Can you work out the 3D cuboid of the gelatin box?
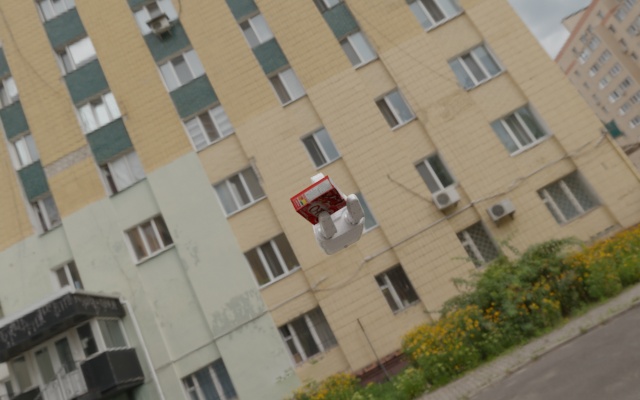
[{"bbox_3d":[0.000,0.002,0.789,0.073,0.030,0.089,-31,-26,6],"label":"gelatin box"}]
